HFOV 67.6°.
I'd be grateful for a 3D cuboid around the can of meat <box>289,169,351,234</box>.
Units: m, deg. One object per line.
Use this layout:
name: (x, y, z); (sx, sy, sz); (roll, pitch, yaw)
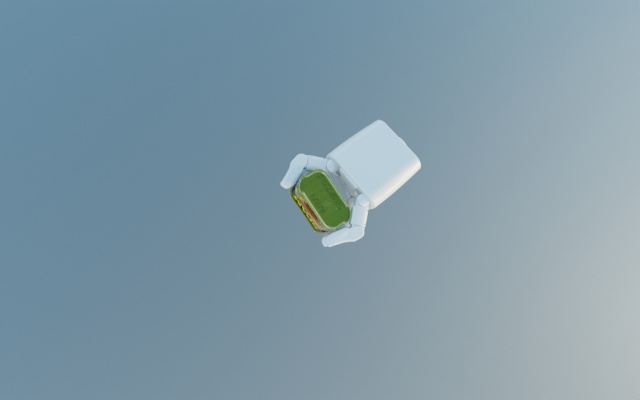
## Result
can of meat: (0.000, 0.002, 0.762); (0.057, 0.102, 0.084); (-35, 2, -12)
